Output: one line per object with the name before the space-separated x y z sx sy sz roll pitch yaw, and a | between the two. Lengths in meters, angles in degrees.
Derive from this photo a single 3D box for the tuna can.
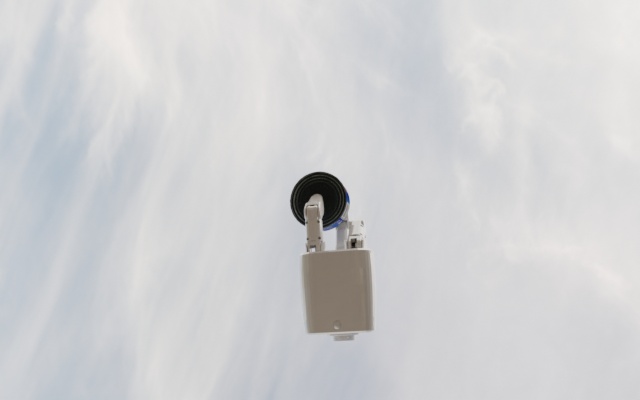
tuna can | 0.000 0.002 0.711 0.086 0.086 0.034 0 -11 14
